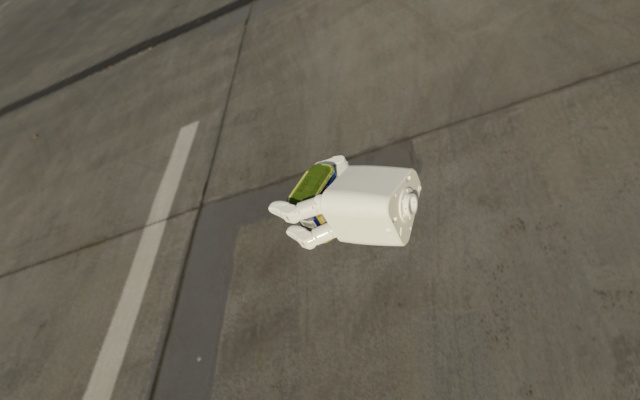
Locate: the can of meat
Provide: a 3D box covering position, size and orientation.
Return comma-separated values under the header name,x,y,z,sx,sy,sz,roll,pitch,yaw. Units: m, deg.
name,x,y,z,sx,sy,sz,roll,pitch,yaw
can of meat,0.000,0.002,0.766,0.057,0.102,0.084,7,-37,37
